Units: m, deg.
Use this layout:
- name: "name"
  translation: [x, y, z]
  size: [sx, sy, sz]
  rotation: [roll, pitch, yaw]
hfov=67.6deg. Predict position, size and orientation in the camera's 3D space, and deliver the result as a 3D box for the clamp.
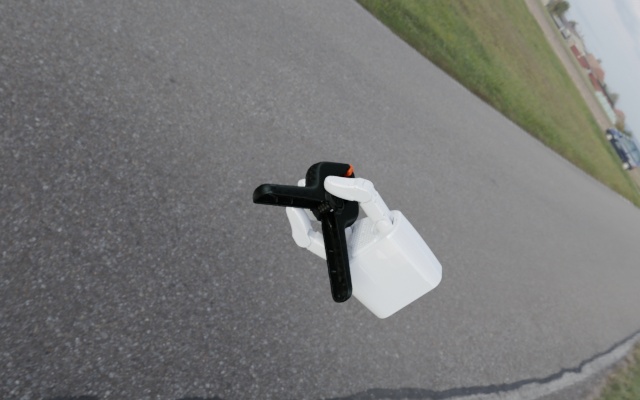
- name: "clamp"
  translation: [0.001, 0.001, 0.596]
  size: [0.036, 0.164, 0.209]
  rotation: [-28, 24, 30]
